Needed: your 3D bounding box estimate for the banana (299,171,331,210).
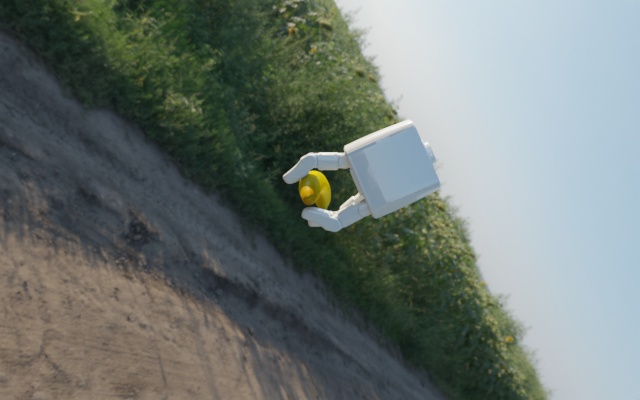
[{"bbox_3d":[-0.005,-0.014,0.763,0.037,0.069,0.198,-19,-12,6],"label":"banana"}]
